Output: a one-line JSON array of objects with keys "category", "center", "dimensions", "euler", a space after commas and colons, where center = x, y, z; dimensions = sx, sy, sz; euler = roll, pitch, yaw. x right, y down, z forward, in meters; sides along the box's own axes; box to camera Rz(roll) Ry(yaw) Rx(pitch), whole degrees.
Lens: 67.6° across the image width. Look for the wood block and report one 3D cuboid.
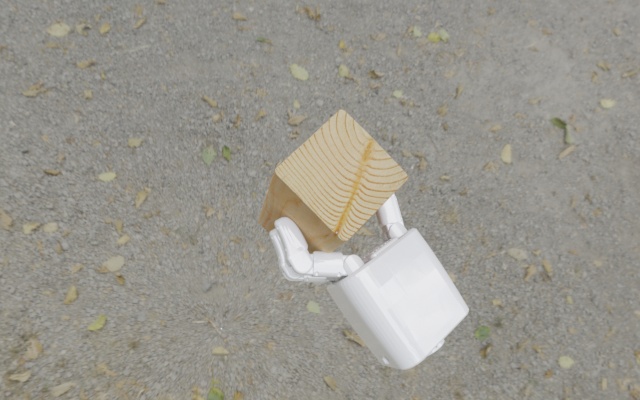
[{"category": "wood block", "center": [0.001, 0.002, 0.514], "dimensions": [0.091, 0.090, 0.206], "euler": [-44, -2, -18]}]
